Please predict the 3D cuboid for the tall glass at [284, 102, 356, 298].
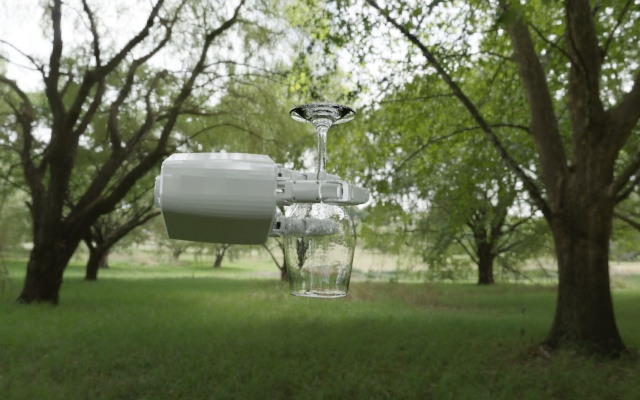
[{"bbox_3d":[0.000,0.001,0.520,0.079,0.201,0.079,1,-7,0],"label":"tall glass"}]
